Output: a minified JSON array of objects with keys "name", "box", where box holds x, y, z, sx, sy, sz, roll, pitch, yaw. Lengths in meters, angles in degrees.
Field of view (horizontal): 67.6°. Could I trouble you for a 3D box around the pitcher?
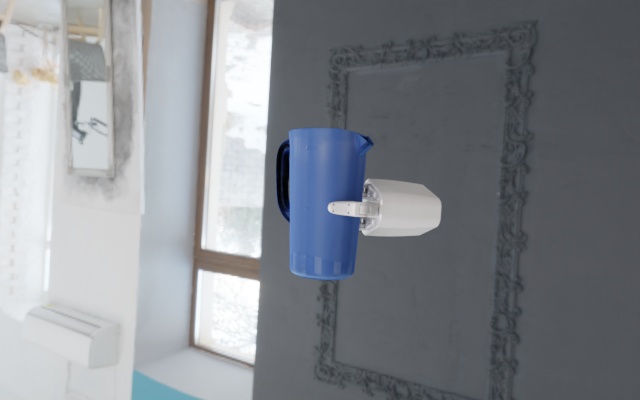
[{"name":"pitcher","box":[0.000,0.003,0.798,0.145,0.243,0.149,3,1,-11]}]
